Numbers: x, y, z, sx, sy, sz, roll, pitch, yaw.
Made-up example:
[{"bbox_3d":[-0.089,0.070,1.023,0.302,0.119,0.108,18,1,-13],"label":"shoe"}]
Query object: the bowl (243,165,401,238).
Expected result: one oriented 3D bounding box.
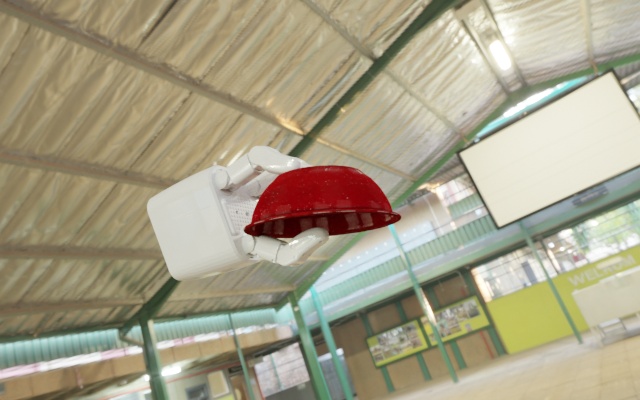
[{"bbox_3d":[0.001,0.001,0.496,0.162,0.055,0.162,-4,-11,-1],"label":"bowl"}]
